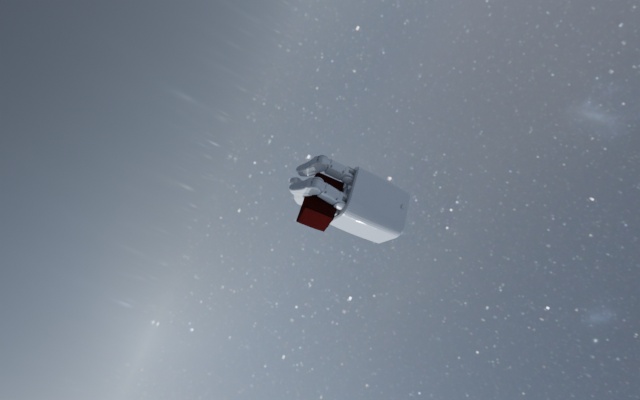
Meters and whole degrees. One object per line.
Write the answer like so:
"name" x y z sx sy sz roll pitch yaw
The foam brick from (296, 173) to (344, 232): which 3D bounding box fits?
"foam brick" 0.000 0.003 0.797 0.051 0.078 0.053 24 -34 -8
